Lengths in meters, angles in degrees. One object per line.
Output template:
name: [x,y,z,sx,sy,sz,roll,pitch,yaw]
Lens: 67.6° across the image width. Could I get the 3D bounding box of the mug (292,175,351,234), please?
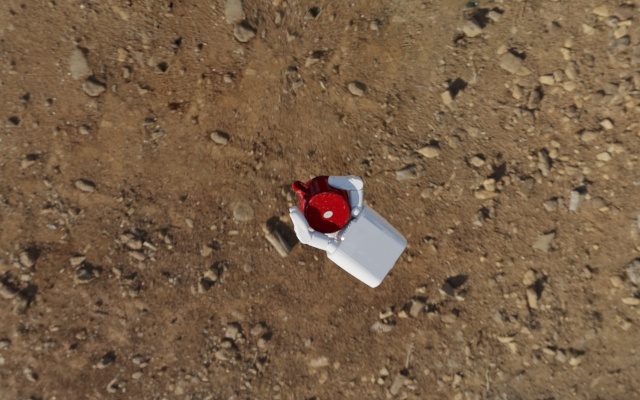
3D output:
mug: [-0.001,0.002,0.854,0.117,0.093,0.081,37,11,-15]
